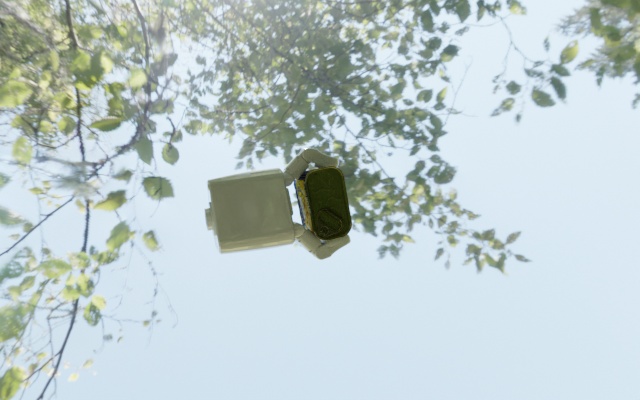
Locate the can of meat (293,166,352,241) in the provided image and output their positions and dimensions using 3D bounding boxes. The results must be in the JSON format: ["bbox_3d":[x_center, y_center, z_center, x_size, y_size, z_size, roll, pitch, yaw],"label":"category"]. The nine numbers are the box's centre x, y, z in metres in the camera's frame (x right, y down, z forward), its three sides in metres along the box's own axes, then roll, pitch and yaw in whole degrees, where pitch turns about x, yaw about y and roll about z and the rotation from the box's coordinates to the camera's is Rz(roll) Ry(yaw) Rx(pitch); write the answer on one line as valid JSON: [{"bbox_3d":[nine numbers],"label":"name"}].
[{"bbox_3d":[0.000,0.002,0.702,0.057,0.102,0.084,-13,6,-16],"label":"can of meat"}]
